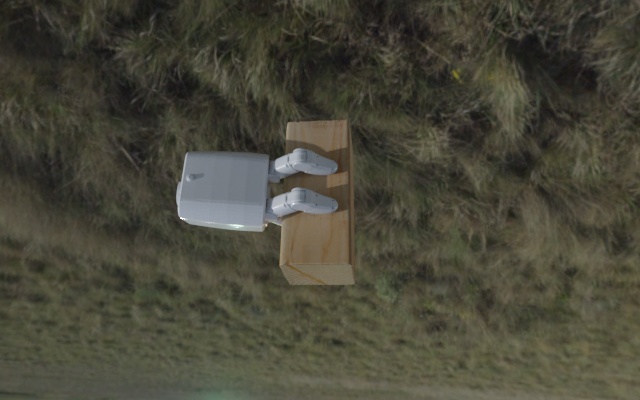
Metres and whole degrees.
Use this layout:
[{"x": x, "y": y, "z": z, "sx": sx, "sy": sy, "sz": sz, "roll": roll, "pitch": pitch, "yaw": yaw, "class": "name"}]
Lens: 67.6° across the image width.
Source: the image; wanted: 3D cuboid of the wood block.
[{"x": 0.000, "y": 0.002, "z": 0.648, "sx": 0.090, "sy": 0.206, "sz": 0.091, "roll": -2, "pitch": -25, "yaw": 6, "class": "wood block"}]
